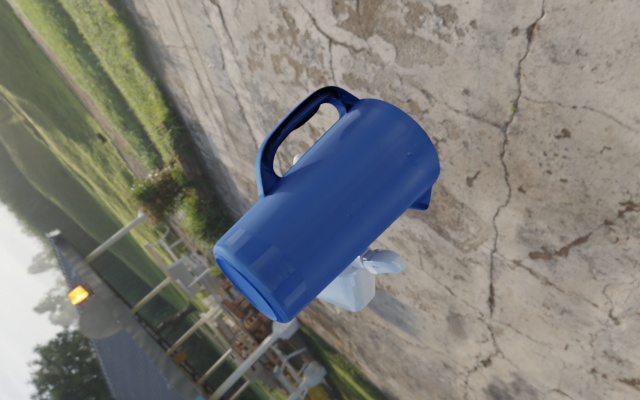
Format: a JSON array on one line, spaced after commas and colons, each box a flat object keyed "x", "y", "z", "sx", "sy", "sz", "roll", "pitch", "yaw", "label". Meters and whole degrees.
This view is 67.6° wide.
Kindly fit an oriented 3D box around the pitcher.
[{"x": 0.000, "y": 0.002, "z": 0.514, "sx": 0.149, "sy": 0.242, "sz": 0.145, "roll": 33, "pitch": -25, "yaw": 29, "label": "pitcher"}]
